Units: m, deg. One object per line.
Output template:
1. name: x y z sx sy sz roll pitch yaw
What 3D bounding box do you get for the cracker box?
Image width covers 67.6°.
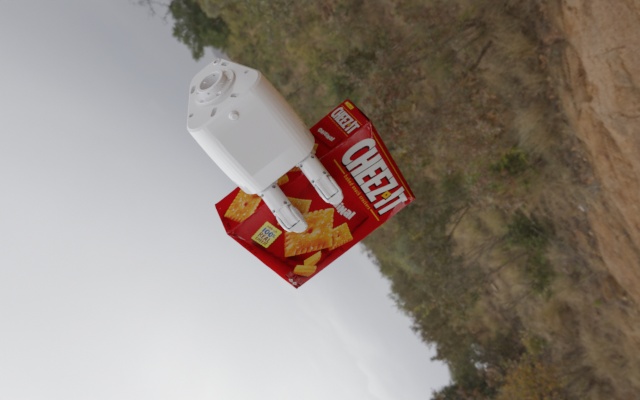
1. cracker box: 0.000 0.002 0.621 0.164 0.214 0.072 50 4 -45
